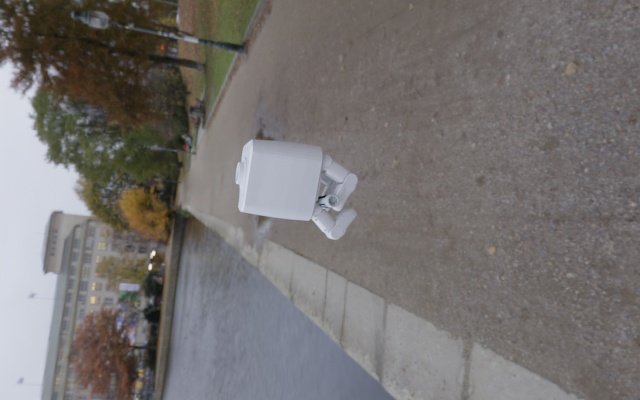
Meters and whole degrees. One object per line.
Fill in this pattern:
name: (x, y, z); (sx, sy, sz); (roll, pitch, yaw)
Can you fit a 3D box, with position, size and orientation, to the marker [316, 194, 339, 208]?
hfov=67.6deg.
marker: (0.000, 0.002, 0.736); (0.020, 0.020, 0.121); (0, -2, -18)
